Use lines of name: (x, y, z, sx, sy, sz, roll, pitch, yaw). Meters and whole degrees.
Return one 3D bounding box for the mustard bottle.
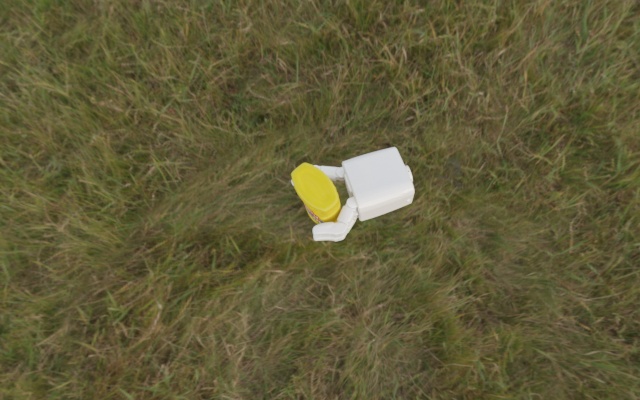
mustard bottle: (0.000, 0.003, 0.876, 0.058, 0.096, 0.192, -41, -16, -6)
